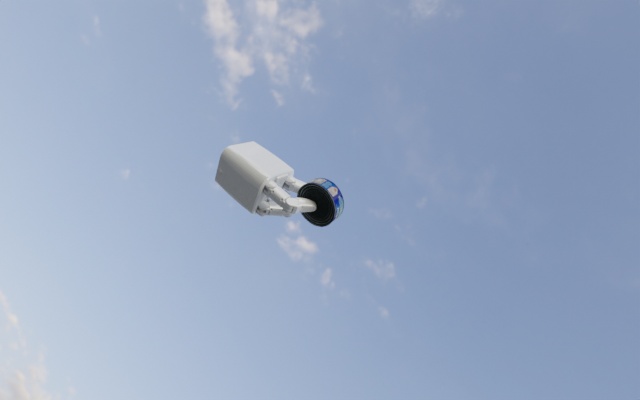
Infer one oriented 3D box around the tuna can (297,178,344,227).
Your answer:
[{"bbox_3d":[0.001,0.003,0.874,0.086,0.086,0.033,0,22,39],"label":"tuna can"}]
